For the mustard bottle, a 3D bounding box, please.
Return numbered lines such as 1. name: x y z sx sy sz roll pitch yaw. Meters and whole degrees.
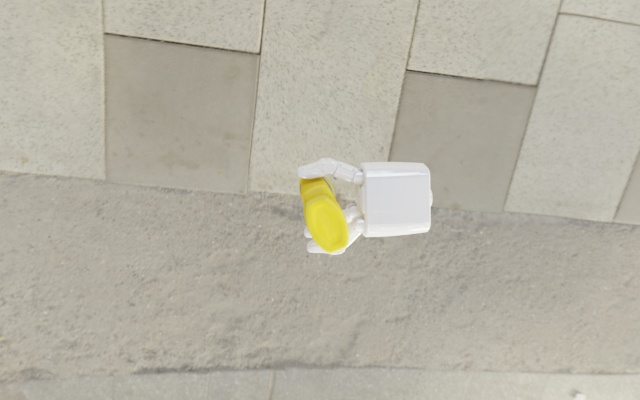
1. mustard bottle: 0.000 0.003 0.776 0.058 0.096 0.191 -25 22 3
